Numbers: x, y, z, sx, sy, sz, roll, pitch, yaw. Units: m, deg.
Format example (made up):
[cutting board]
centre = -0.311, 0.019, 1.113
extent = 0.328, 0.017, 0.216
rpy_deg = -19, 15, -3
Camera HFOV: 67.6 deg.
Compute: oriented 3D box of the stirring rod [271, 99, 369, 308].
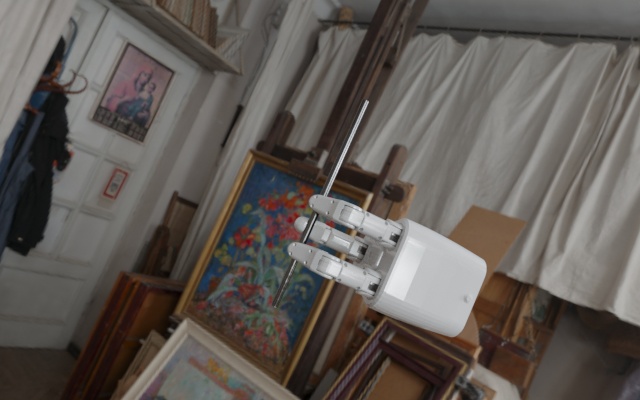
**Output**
[stirring rod]
centre = 0.000, 0.002, 0.510
extent = 0.011, 0.239, 0.011
rpy_deg = 24, -4, 2
